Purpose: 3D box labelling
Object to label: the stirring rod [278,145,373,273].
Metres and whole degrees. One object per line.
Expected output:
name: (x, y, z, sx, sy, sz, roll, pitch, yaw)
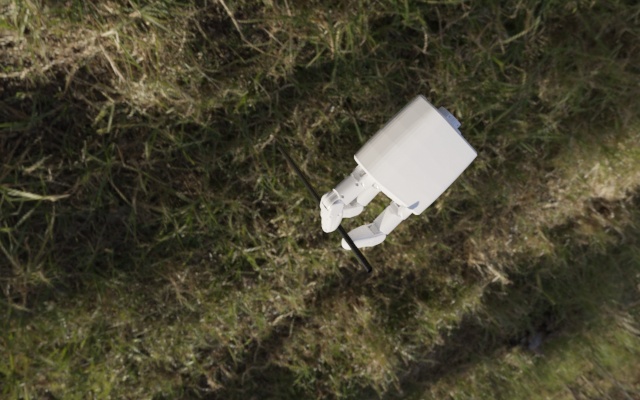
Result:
stirring rod: (0.000, 0.002, 0.628, 0.011, 0.011, 0.239, 0, 42, -41)
